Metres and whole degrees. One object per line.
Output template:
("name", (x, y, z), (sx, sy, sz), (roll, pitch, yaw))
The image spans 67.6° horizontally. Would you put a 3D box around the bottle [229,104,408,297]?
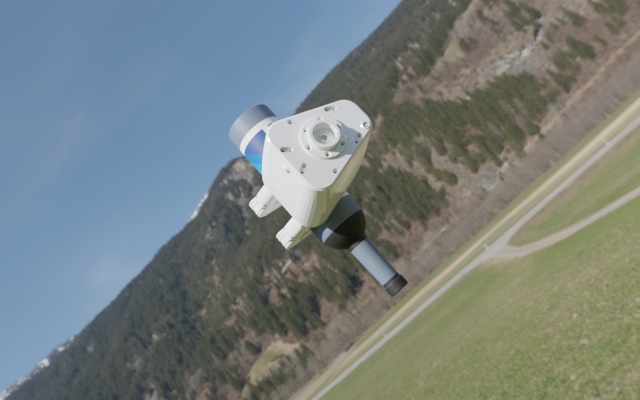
("bottle", (0.000, 0.002, 0.610), (0.069, 0.295, 0.069), (-40, -12, -11))
